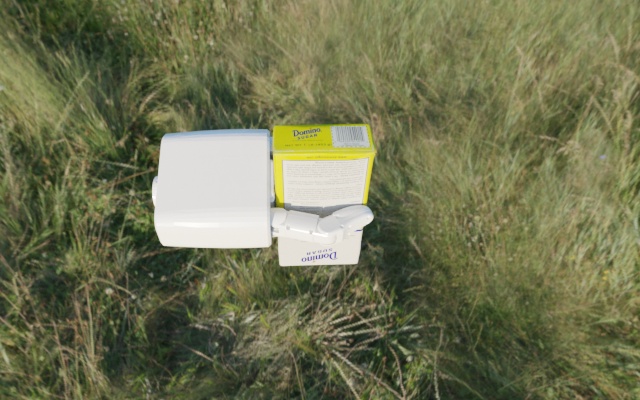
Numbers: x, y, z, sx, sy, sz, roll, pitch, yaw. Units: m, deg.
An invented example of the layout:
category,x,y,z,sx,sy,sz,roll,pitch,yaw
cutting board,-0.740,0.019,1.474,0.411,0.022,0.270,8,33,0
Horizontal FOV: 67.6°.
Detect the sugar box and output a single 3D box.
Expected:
category,x,y,z,sx,sy,sz,roll,pitch,yaw
sugar box,0.000,0.001,0.495,0.093,0.048,0.176,-1,-39,-4
